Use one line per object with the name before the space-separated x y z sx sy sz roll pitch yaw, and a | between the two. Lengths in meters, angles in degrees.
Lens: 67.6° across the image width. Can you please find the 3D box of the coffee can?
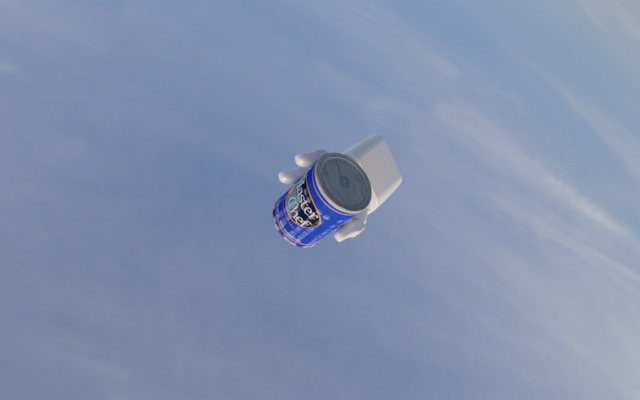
coffee can | 0.000 0.003 0.770 0.103 0.102 0.140 0 -27 -37
